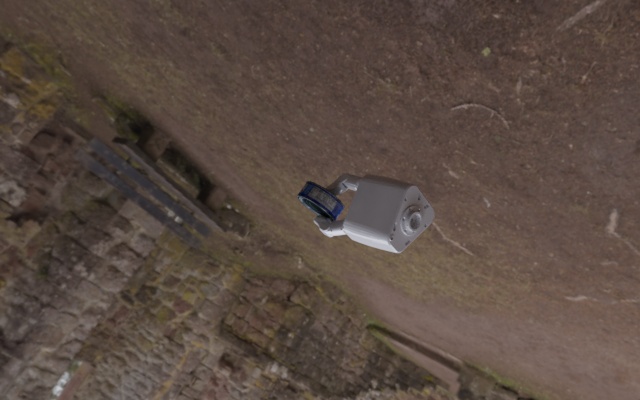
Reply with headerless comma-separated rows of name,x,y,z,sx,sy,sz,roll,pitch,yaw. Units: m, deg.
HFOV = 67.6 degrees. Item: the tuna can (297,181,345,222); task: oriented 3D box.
tuna can,0.000,0.003,0.879,0.086,0.033,0.086,33,-12,8
